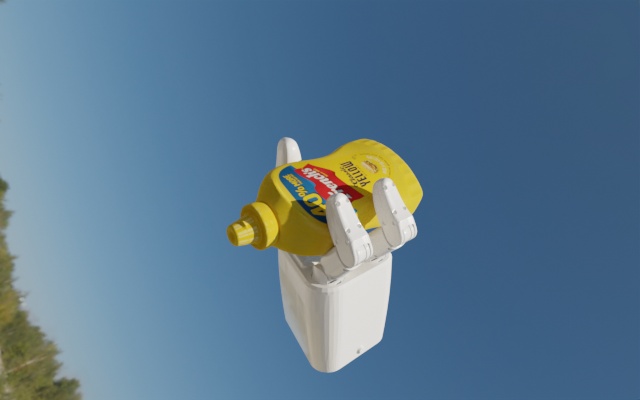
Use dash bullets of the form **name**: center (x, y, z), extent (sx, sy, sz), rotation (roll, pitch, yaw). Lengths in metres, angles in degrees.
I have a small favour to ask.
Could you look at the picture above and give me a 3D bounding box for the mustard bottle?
- **mustard bottle**: center (0.000, 0.001, 0.443), extent (0.191, 0.096, 0.058), rotation (-21, -31, -35)
